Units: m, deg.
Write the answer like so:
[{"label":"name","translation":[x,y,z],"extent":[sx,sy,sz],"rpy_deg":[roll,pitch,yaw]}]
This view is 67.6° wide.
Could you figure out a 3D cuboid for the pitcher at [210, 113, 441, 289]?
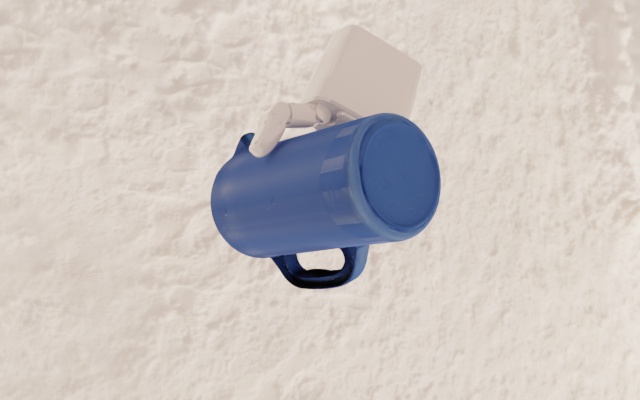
[{"label":"pitcher","translation":[0.000,0.001,0.485],"extent":[0.149,0.145,0.243],"rpy_deg":[33,-23,-28]}]
